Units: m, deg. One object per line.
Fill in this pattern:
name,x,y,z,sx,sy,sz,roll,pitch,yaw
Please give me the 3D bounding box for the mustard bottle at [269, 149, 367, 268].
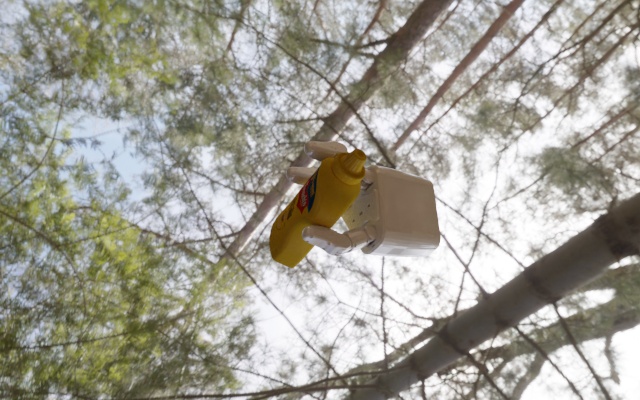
mustard bottle,0.000,0.002,0.607,0.058,0.096,0.192,28,-47,-14
